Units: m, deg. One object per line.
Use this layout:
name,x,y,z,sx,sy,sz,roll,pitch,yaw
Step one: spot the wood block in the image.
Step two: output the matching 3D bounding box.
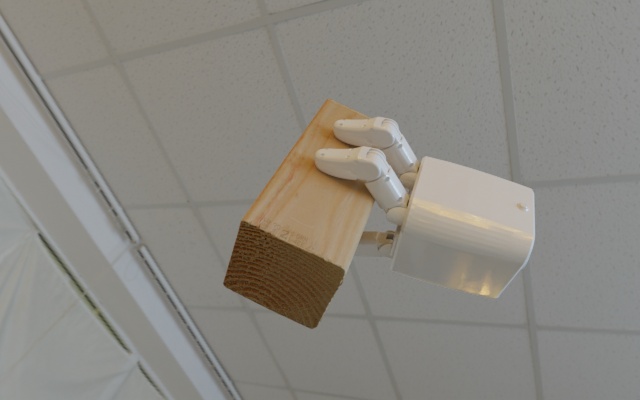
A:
wood block,0.000,0.002,0.453,0.090,0.091,0.206,25,42,3
